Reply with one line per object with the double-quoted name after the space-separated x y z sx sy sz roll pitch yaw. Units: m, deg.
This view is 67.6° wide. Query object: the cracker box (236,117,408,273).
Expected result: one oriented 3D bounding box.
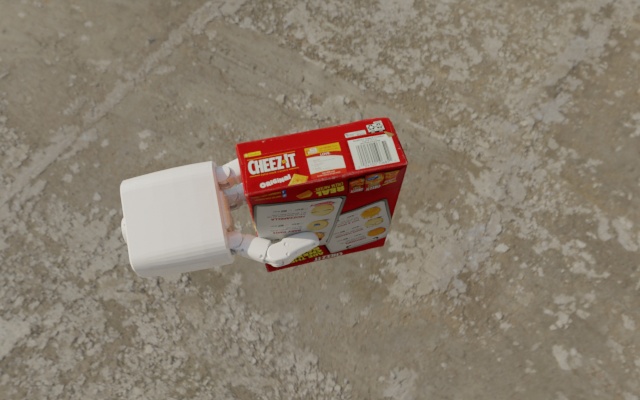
0.000 0.002 0.562 0.164 0.072 0.214 -12 -27 -6 "cracker box"
